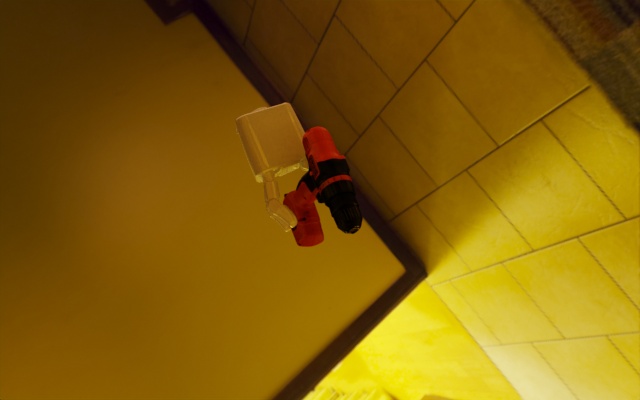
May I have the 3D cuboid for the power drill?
[{"bbox_3d":[0.000,0.003,0.779,0.057,0.184,0.188,-6,-29,-25],"label":"power drill"}]
